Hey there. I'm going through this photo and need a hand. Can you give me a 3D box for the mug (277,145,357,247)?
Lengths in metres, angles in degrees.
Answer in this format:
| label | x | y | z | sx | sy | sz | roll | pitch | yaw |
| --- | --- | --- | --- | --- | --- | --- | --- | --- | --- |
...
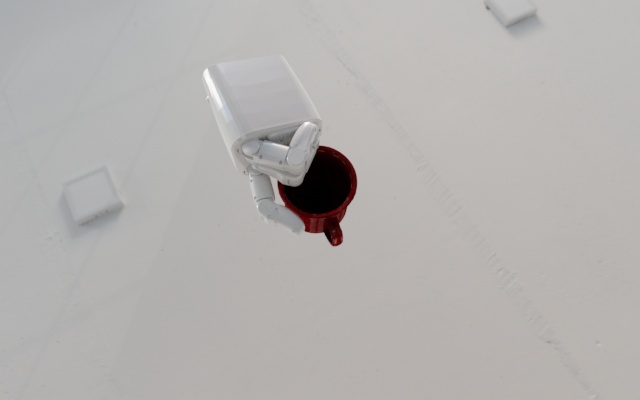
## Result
| label | x | y | z | sx | sy | sz | roll | pitch | yaw |
| --- | --- | --- | --- | --- | --- | --- | --- | --- | --- |
| mug | 0.001 | 0.003 | 0.583 | 0.093 | 0.117 | 0.081 | -22 | -19 | -10 |
